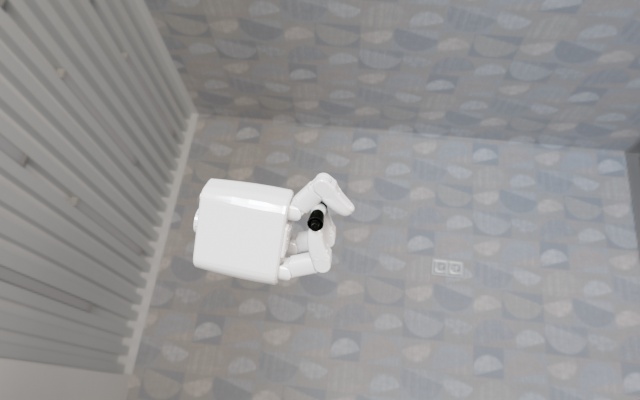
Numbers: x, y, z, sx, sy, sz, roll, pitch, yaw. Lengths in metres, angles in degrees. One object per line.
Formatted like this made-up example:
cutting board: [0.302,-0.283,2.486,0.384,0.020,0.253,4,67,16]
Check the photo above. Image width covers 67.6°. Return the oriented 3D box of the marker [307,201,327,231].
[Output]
marker: [0.000,0.002,0.588,0.020,0.020,0.121,0,28,7]
